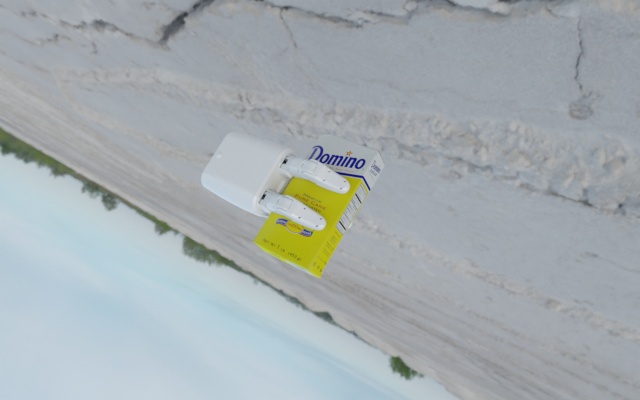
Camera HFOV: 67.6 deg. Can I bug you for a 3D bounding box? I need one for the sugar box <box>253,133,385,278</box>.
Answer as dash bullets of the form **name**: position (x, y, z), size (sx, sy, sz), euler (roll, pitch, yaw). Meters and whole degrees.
- **sugar box**: position (0.000, 0.002, 0.615), size (0.093, 0.176, 0.048), euler (23, -13, 29)
